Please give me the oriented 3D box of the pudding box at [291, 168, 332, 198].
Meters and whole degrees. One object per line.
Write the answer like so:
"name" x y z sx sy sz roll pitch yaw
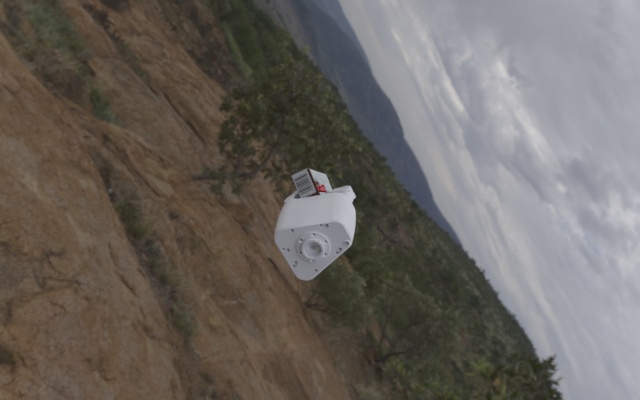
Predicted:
"pudding box" 0.000 0.003 0.839 0.039 0.113 0.090 -25 -11 16
